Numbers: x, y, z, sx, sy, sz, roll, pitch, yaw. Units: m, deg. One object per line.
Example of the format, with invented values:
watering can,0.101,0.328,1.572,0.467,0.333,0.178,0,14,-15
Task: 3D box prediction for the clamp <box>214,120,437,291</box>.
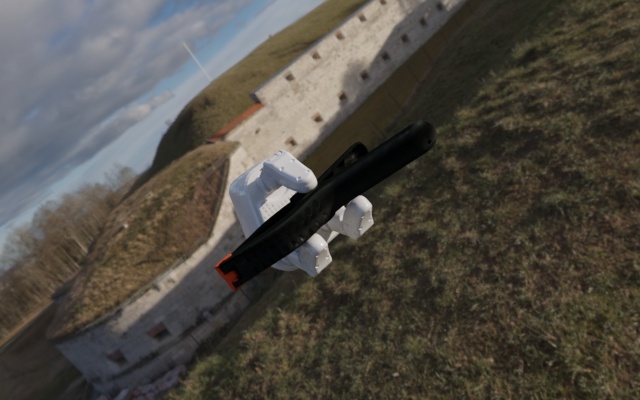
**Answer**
clamp,-0.001,0.001,0.421,0.210,0.036,0.164,-40,9,-18
